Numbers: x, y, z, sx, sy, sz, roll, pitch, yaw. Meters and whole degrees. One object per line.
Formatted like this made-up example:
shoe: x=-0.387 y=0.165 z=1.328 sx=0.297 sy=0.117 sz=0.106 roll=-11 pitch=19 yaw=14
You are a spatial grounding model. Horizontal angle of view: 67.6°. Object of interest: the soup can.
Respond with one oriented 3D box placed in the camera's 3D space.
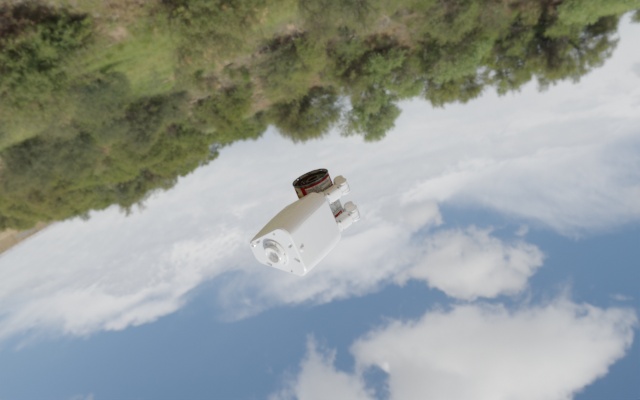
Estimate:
soup can: x=0.000 y=0.003 z=0.854 sx=0.068 sy=0.102 sz=0.068 roll=-20 pitch=21 yaw=8
